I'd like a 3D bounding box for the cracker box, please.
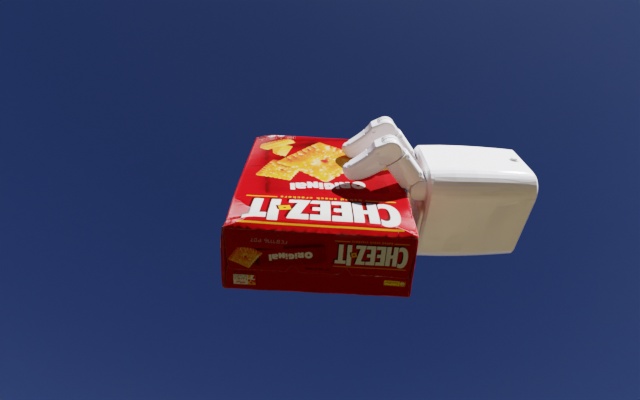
[{"bbox_3d":[0.000,0.002,0.487,0.164,0.072,0.213,3,28,0],"label":"cracker box"}]
